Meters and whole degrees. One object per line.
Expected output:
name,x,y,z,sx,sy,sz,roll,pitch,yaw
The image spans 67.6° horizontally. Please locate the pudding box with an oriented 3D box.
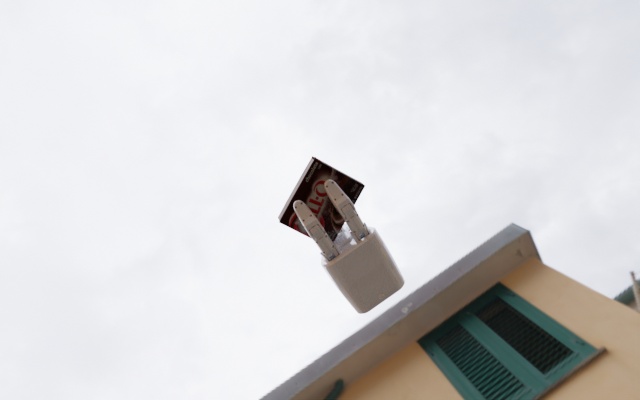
pudding box,0.000,0.002,0.726,0.090,0.113,0.039,27,4,-15
